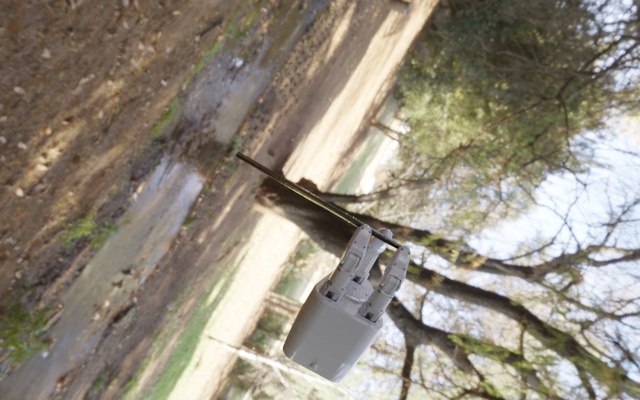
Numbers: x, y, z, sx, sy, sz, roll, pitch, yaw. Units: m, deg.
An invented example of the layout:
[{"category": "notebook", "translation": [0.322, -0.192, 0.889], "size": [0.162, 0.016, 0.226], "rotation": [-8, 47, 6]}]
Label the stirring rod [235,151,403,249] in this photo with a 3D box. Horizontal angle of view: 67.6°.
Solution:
[{"category": "stirring rod", "translation": [0.000, 0.002, 0.596], "size": [0.239, 0.011, 0.011], "rotation": [30, 0, 0]}]
